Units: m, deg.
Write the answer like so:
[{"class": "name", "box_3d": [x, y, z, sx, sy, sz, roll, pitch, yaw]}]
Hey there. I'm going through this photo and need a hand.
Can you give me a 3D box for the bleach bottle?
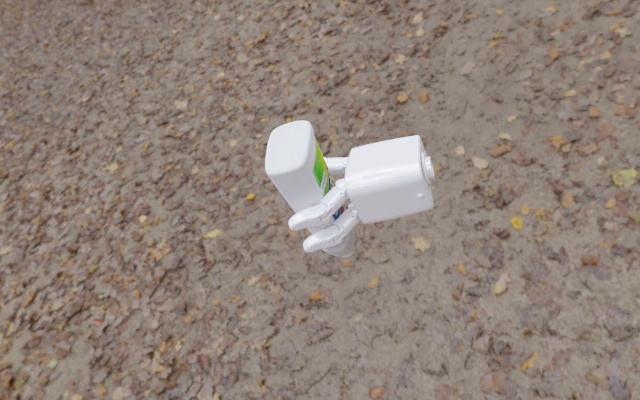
[{"class": "bleach bottle", "box_3d": [0.000, 0.002, 0.735, 0.068, 0.102, 0.251, -12, -42, 19]}]
